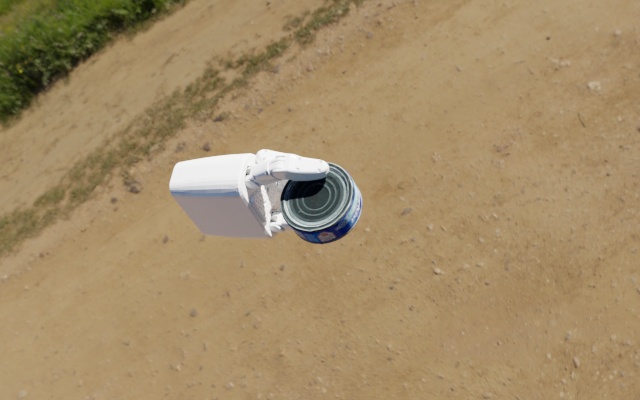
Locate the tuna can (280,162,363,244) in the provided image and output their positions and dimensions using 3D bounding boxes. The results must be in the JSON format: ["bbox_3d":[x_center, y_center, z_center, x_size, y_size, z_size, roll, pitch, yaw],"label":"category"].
[{"bbox_3d":[0.000,0.001,0.517,0.086,0.086,0.034,0,-27,22],"label":"tuna can"}]
